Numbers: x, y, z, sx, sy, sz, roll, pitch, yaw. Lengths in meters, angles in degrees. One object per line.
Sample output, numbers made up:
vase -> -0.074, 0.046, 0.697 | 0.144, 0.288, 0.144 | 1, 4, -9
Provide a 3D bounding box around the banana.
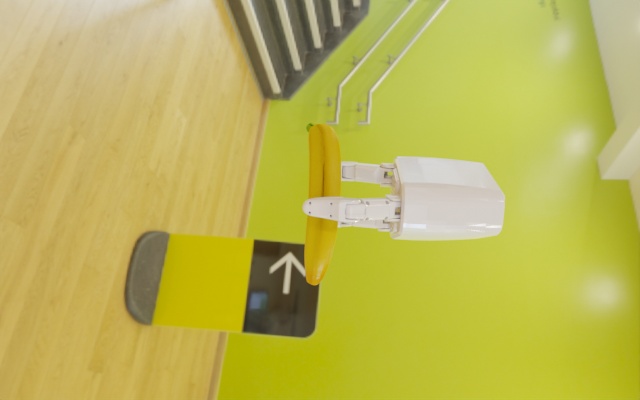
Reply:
banana -> 0.002, -0.006, 0.538 | 0.037, 0.197, 0.070 | 3, -15, -7
